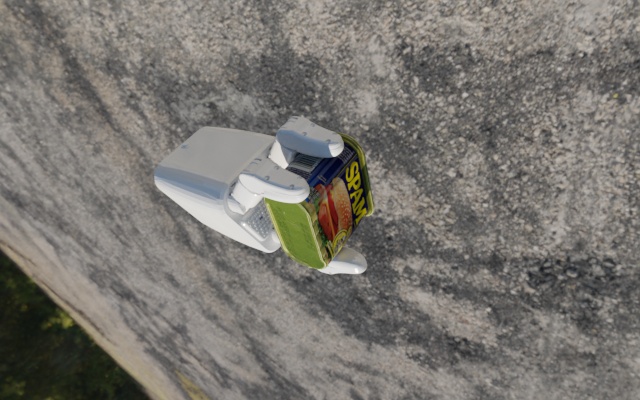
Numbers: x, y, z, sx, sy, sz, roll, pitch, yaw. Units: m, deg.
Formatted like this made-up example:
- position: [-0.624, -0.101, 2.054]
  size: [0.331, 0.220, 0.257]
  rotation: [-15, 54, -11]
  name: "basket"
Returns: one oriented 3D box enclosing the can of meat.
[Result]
- position: [0.000, 0.002, 0.436]
  size: [0.057, 0.102, 0.084]
  rotation: [19, 53, 32]
  name: "can of meat"
